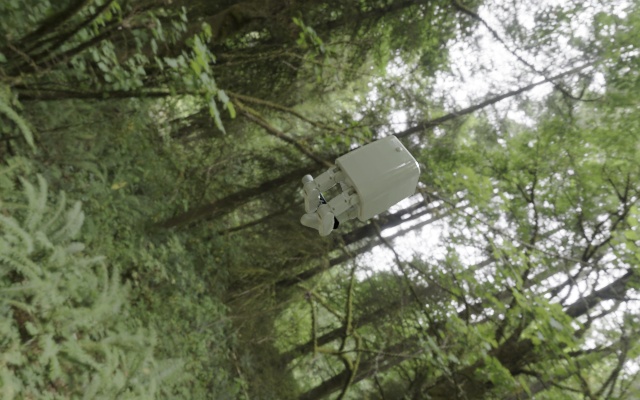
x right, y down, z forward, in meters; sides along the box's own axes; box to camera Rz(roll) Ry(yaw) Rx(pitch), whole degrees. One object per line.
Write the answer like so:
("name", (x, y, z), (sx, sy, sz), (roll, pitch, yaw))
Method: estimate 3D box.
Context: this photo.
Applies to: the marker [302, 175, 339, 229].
("marker", (0.000, 0.003, 0.806), (0.020, 0.020, 0.121), (0, 43, -34))
